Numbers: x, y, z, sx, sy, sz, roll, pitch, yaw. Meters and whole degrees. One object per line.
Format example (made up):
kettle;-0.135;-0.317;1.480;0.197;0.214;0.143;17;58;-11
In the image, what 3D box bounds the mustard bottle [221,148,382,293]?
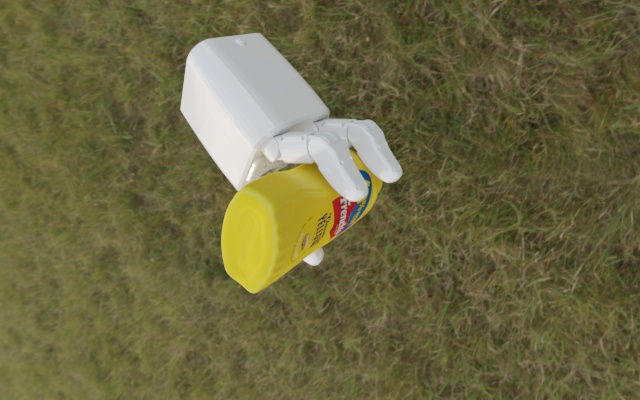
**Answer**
mustard bottle;0.000;0.002;0.429;0.058;0.096;0.191;32;37;24
